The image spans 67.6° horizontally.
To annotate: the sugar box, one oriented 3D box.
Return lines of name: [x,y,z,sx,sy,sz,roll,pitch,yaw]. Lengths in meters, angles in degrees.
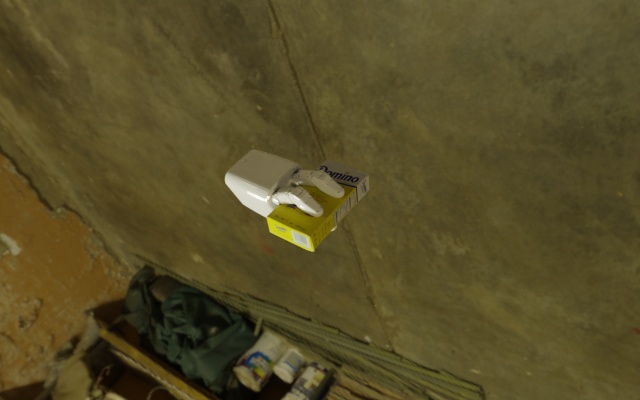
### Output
sugar box: [0.000,0.002,0.818,0.093,0.048,0.176,23,53,28]
